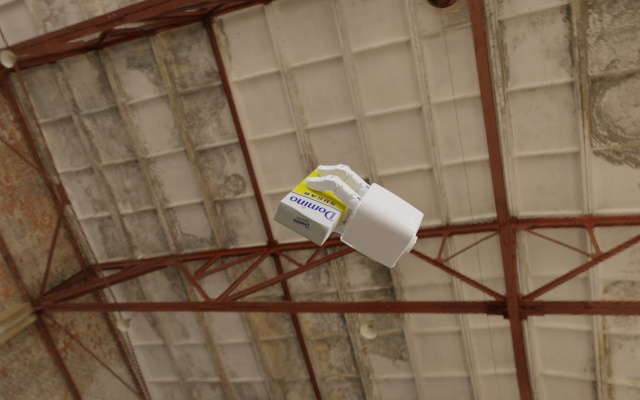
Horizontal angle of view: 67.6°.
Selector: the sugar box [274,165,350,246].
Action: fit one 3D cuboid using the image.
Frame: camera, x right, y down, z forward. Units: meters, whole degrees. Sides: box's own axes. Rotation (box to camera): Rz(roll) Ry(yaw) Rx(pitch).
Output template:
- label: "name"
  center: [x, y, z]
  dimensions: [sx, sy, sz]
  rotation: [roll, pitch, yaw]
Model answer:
- label: "sugar box"
  center: [0.000, 0.002, 0.833]
  dimensions: [0.093, 0.048, 0.176]
  rotation: [28, 29, 8]
